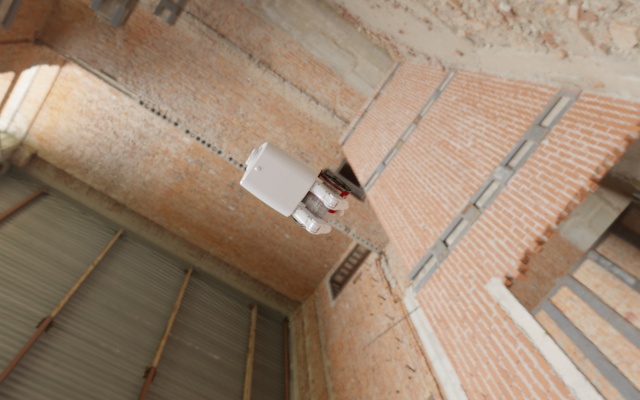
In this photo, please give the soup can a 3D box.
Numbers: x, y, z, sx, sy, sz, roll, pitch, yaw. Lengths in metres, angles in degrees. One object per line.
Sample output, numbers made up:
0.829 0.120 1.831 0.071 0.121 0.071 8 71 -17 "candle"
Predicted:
0.000 0.003 0.884 0.068 0.102 0.068 34 13 -9 "soup can"
